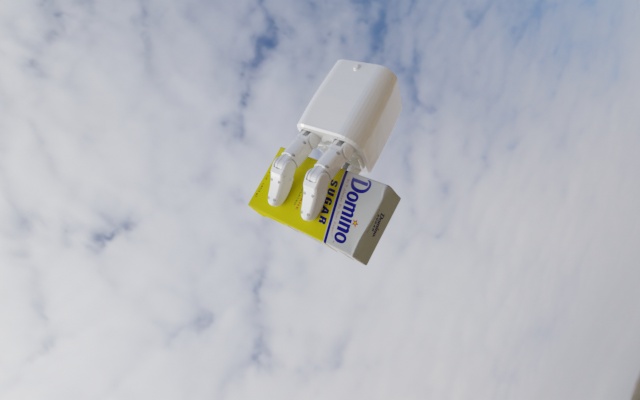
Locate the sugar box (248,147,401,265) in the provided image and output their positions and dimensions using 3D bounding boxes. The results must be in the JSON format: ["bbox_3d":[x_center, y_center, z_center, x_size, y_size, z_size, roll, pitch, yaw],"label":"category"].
[{"bbox_3d":[0.000,0.002,0.590,0.176,0.093,0.048,21,-10,38],"label":"sugar box"}]
